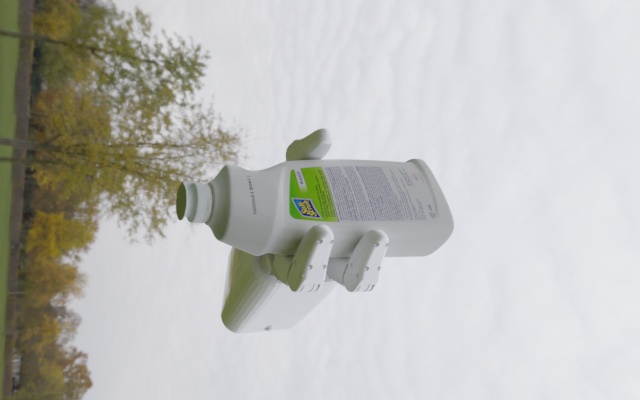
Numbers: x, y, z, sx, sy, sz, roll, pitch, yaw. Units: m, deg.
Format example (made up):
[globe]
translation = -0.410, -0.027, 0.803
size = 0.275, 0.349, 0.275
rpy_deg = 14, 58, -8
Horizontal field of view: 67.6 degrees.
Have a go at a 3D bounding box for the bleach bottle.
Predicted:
[bleach bottle]
translation = 0.000, 0.001, 0.426
size = 0.251, 0.102, 0.068
rpy_deg = 4, -40, -31
